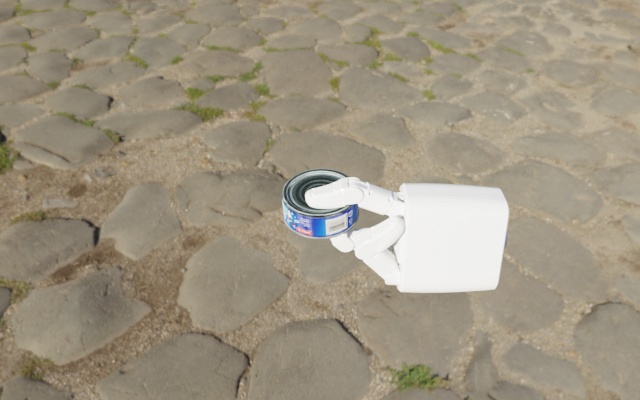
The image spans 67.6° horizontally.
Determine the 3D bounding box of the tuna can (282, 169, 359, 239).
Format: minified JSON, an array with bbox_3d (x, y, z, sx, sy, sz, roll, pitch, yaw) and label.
[{"bbox_3d":[0.000,0.001,0.530,0.086,0.034,0.086,-2,40,2],"label":"tuna can"}]
